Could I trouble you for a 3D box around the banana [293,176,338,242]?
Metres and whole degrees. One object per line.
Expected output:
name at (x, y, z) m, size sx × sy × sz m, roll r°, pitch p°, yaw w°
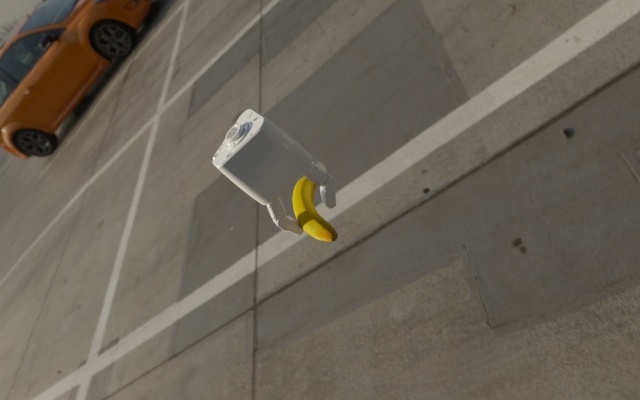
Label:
banana at (-0.015, 0.010, 0.837) m, size 0.069 × 0.197 × 0.037 m, roll -32°, pitch -53°, yaw 17°
